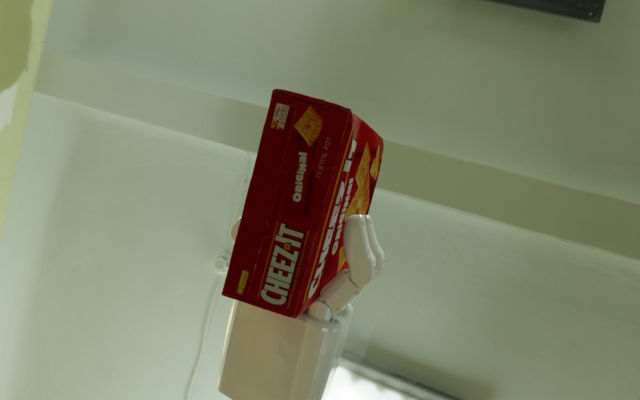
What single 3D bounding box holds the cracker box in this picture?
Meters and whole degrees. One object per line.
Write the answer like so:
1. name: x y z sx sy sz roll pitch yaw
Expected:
1. cracker box: 0.000 0.001 0.452 0.072 0.164 0.213 16 5 13
